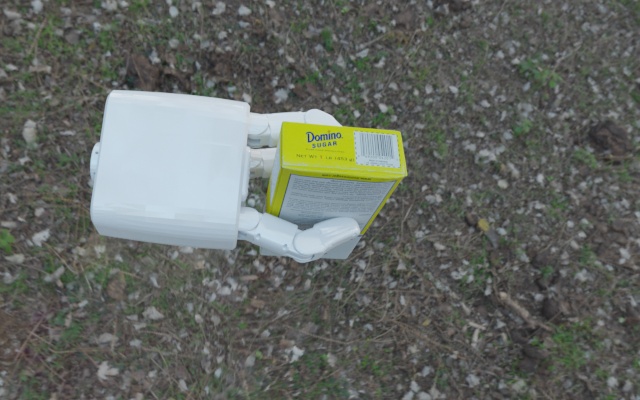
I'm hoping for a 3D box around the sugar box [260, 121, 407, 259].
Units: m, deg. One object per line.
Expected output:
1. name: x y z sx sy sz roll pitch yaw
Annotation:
1. sugar box: 0.000 0.001 0.416 0.093 0.048 0.176 4 -25 -11
